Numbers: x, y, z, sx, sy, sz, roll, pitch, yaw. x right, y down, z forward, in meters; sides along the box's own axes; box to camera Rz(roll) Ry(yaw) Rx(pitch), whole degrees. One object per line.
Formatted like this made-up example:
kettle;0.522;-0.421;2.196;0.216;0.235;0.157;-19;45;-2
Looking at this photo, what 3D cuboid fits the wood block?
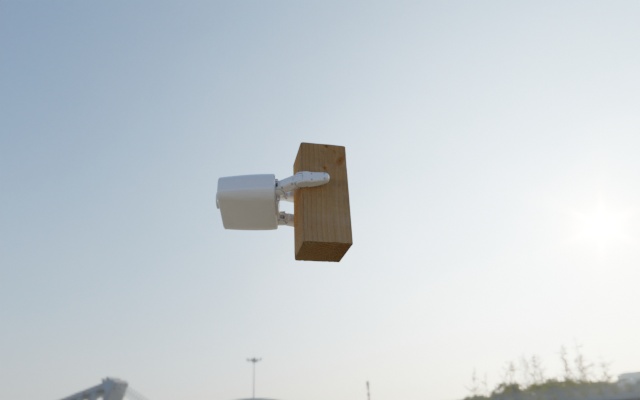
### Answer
wood block;0.000;0.003;0.897;0.090;0.206;0.091;4;-29;-13
